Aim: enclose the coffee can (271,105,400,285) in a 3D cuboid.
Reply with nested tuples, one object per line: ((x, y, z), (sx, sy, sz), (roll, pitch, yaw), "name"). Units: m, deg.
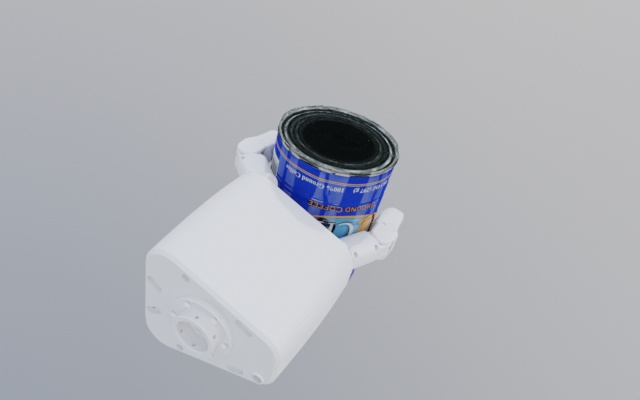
((0.000, 0.001, 0.430), (0.103, 0.140, 0.102), (10, 37, -8), "coffee can")
